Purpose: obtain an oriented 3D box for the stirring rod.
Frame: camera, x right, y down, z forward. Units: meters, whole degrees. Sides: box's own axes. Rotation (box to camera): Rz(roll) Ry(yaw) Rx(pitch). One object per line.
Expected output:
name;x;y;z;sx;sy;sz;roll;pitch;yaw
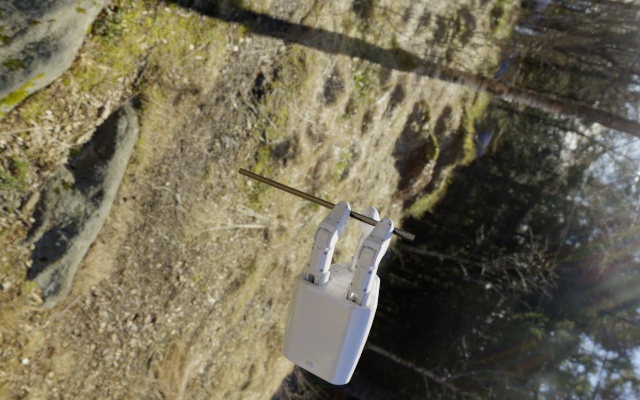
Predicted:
stirring rod;0.000;0.002;0.574;0.239;0.011;0.011;21;8;22
